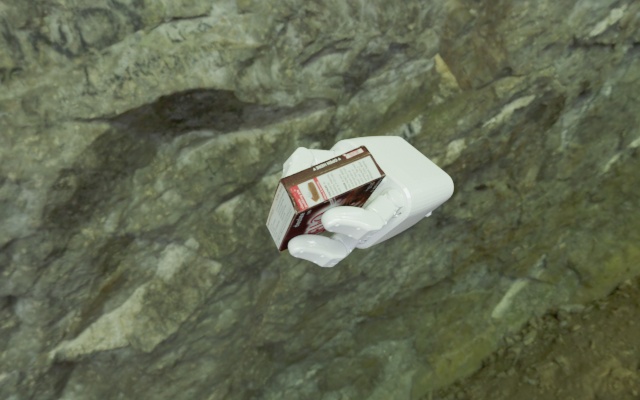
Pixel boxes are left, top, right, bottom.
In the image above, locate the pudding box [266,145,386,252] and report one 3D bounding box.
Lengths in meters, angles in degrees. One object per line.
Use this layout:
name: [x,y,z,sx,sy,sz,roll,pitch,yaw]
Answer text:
pudding box: [0.000,0.001,0.448,0.090,0.039,0.113,-24,-17,-20]
